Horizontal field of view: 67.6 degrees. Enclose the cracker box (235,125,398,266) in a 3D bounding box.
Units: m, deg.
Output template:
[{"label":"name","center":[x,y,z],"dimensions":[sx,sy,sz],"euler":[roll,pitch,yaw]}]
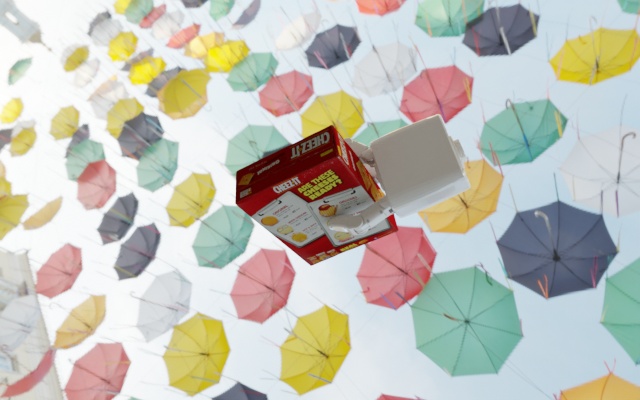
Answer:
[{"label":"cracker box","center":[0.000,0.003,0.720],"dimensions":[0.164,0.072,0.214],"euler":[-24,-41,18]}]
